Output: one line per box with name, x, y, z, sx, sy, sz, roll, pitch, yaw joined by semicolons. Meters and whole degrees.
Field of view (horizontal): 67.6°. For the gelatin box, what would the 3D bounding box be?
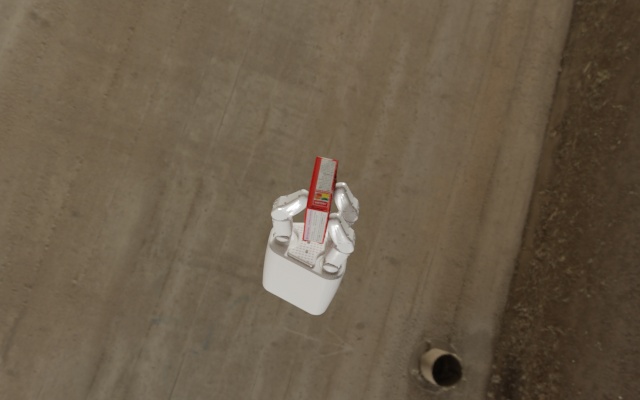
gelatin box;0.000;0.002;0.585;0.030;0.073;0.089;10;-31;2
